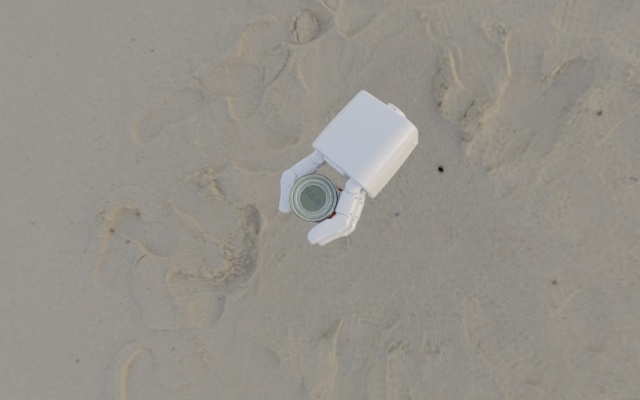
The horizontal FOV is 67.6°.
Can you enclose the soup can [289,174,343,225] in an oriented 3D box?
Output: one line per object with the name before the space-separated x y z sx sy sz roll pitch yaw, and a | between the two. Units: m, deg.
soup can | 0.000 0.002 0.682 0.068 0.068 0.102 0 -7 12
